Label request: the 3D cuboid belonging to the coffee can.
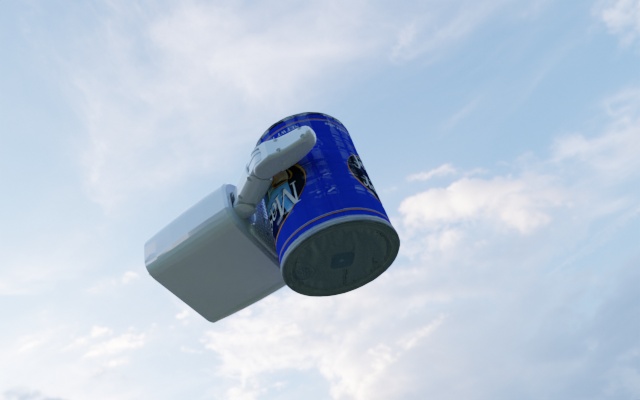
[{"bbox_3d":[0.000,0.001,0.440,0.103,0.140,0.103,-11,-41,-10],"label":"coffee can"}]
